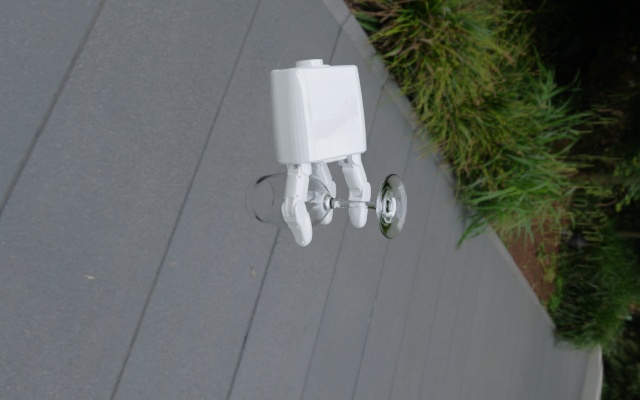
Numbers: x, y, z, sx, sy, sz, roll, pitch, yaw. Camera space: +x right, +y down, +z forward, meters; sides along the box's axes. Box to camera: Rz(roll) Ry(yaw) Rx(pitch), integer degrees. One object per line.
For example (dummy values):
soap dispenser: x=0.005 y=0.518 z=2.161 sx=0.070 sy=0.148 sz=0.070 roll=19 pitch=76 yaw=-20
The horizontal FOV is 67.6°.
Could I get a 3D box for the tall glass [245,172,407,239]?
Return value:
tall glass: x=0.001 y=0.002 z=0.597 sx=0.201 sy=0.079 sz=0.079 roll=3 pitch=2 yaw=34
